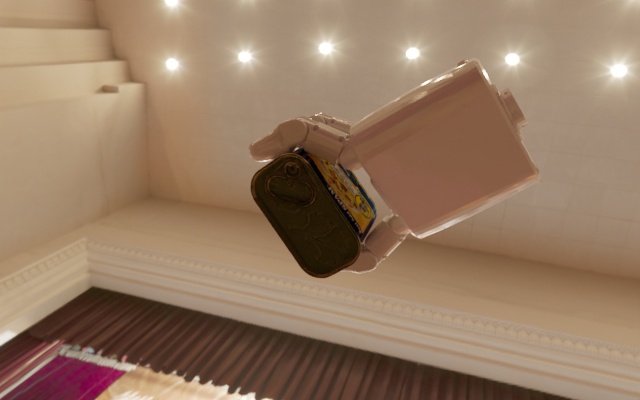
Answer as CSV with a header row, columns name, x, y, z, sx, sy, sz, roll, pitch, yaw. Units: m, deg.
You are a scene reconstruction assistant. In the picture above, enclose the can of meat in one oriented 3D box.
name,x,y,z,sx,sy,sz,roll,pitch,yaw
can of meat,0.000,0.001,0.408,0.057,0.102,0.084,-32,6,25
